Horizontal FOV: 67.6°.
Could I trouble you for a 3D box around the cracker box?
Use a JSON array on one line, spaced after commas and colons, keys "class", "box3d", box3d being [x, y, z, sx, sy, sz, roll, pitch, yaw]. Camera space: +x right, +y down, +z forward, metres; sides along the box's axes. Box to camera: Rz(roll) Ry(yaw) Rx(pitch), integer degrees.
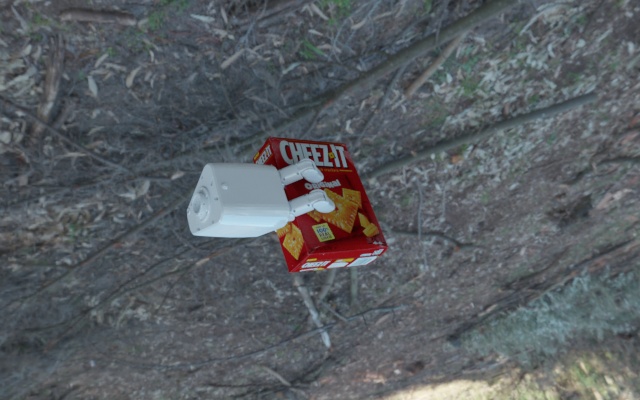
[{"class": "cracker box", "box3d": [0.000, 0.003, 0.780, 0.164, 0.213, 0.072, 0, -31, -37]}]
